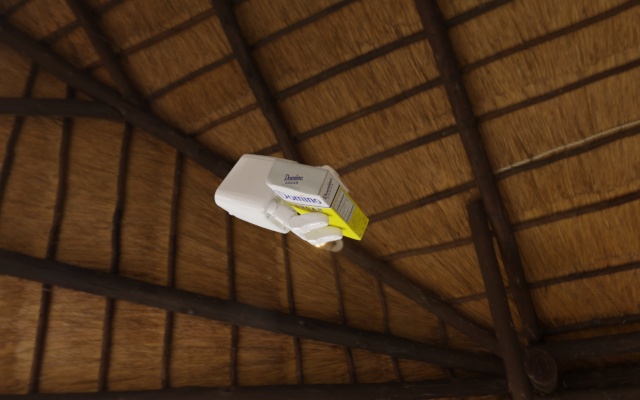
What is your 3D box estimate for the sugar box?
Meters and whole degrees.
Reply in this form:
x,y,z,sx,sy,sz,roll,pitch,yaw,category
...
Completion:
x,y,z,sx,sy,sz,roll,pitch,yaw,category
0.000,0.003,0.716,0.093,0.048,0.176,14,-15,31,sugar box
